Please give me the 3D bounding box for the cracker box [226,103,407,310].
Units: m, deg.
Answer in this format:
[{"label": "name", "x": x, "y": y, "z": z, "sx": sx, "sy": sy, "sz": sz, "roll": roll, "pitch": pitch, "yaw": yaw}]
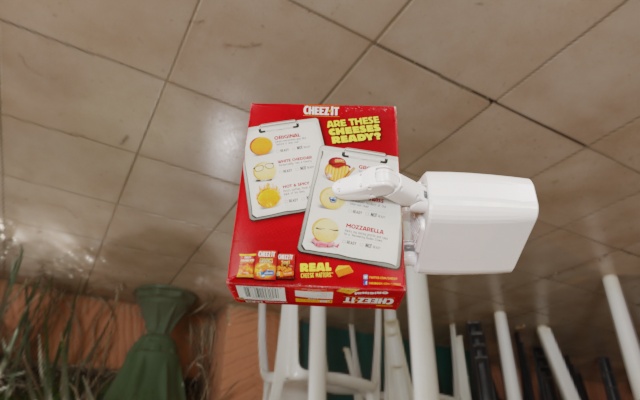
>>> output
[{"label": "cracker box", "x": 0.000, "y": 0.002, "z": 0.503, "sx": 0.164, "sy": 0.213, "sz": 0.072, "roll": 2, "pitch": -30, "yaw": 1}]
